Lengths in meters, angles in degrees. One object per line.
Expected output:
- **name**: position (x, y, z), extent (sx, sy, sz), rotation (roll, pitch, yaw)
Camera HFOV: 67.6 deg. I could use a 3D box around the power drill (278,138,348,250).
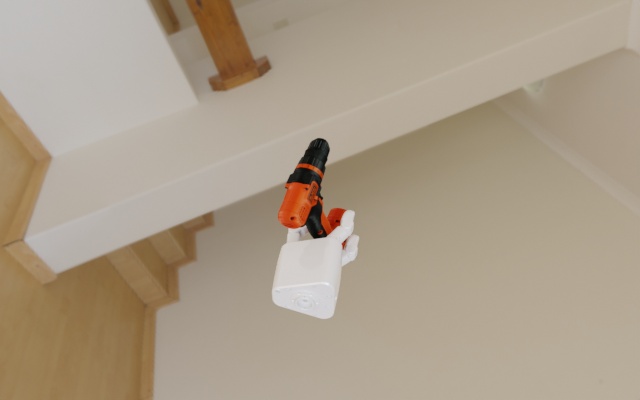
- **power drill**: position (0.000, 0.003, 0.889), extent (0.057, 0.184, 0.188), rotation (4, -32, 32)
